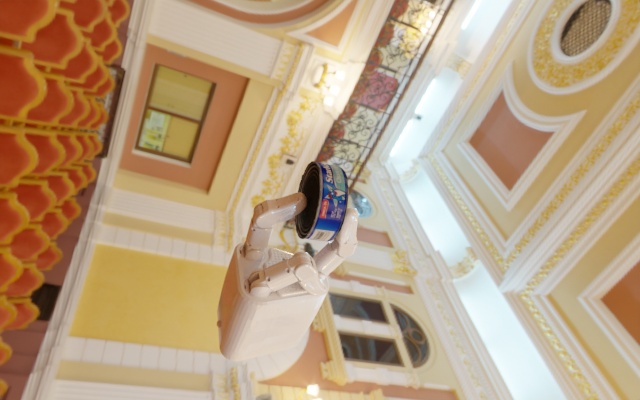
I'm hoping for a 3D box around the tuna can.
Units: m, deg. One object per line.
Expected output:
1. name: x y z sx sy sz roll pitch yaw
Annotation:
1. tuna can: 0.001 0.002 0.525 0.034 0.086 0.086 9 -3 -18
